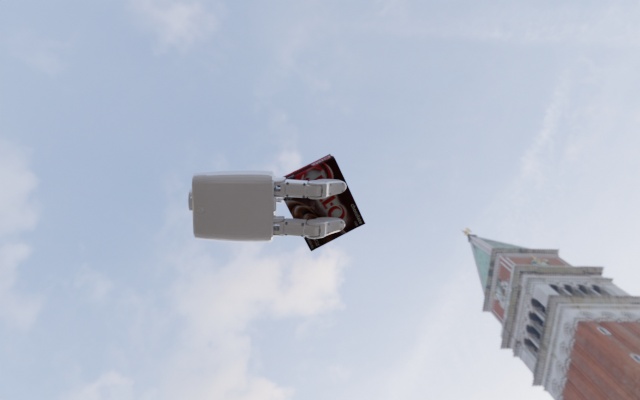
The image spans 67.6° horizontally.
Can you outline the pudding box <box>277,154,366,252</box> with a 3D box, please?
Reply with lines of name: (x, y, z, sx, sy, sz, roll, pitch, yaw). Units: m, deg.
pudding box: (0.000, 0.002, 0.685, 0.090, 0.113, 0.039, -27, 18, -1)
